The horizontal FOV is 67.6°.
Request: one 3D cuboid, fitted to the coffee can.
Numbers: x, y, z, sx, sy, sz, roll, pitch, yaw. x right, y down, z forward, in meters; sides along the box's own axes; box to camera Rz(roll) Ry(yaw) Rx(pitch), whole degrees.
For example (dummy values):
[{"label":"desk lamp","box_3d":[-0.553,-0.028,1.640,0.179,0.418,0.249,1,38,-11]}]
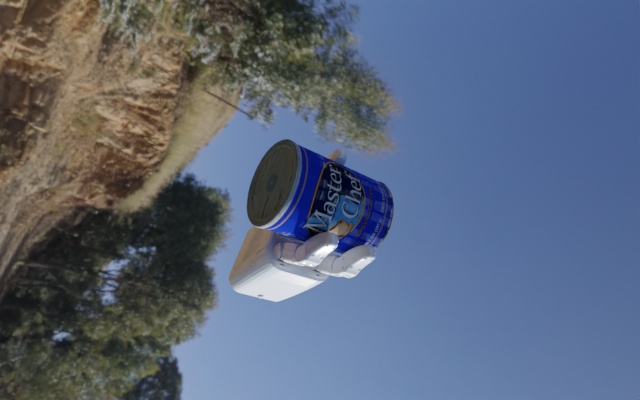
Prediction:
[{"label":"coffee can","box_3d":[0.000,0.002,0.560,0.140,0.103,0.103,22,-12,-31]}]
